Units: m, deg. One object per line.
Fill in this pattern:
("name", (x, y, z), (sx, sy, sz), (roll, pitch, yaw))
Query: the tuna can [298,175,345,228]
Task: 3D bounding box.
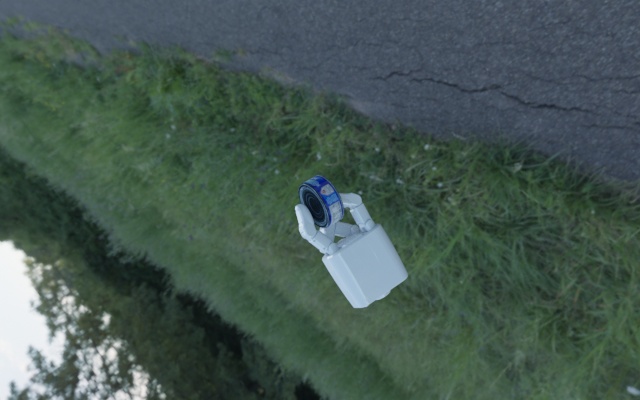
("tuna can", (0.000, 0.003, 0.799), (0.033, 0.086, 0.086), (-30, 14, -25))
